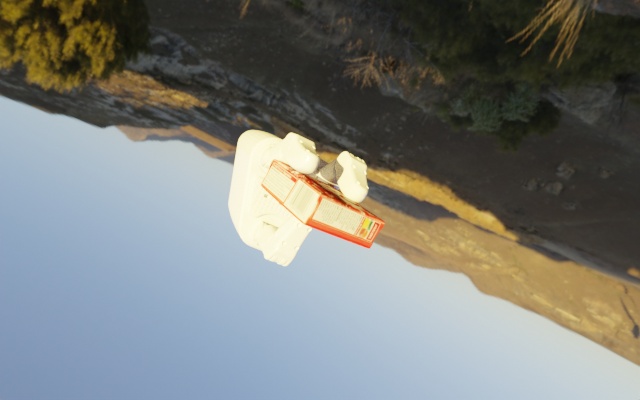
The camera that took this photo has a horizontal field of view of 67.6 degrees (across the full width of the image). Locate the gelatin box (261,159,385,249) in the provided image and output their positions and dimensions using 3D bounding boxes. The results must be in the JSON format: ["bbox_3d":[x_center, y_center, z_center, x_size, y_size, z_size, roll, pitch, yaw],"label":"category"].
[{"bbox_3d":[0.000,0.002,0.405,0.073,0.030,0.089,24,8,-36],"label":"gelatin box"}]
